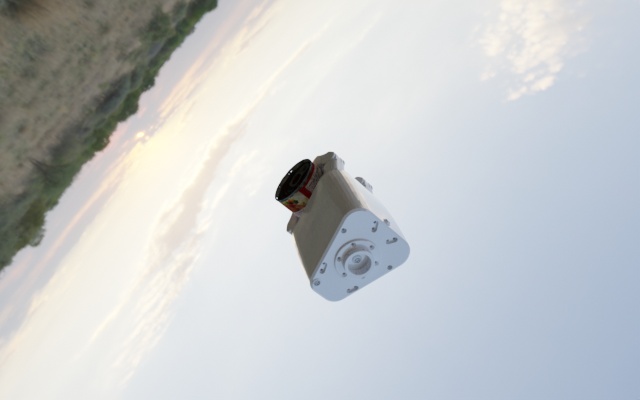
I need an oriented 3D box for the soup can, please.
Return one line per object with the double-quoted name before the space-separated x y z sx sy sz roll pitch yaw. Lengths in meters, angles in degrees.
"soup can" 0.000 0.002 0.629 0.102 0.068 0.068 39 -18 -24
